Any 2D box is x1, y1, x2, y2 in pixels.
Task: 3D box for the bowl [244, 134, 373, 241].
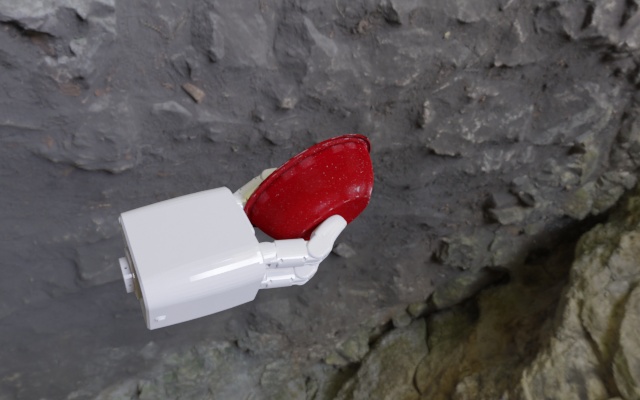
[{"bbox_3d":[0.001,0.001,0.514,0.162,0.055,0.162,-30,-18,-11],"label":"bowl"}]
